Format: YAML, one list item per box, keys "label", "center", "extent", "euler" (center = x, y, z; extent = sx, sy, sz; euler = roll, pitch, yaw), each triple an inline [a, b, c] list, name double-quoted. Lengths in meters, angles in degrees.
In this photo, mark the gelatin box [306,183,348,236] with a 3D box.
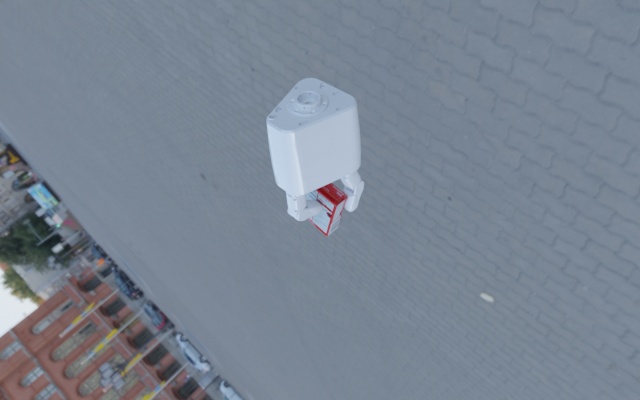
- label: "gelatin box"
  center: [0.000, 0.003, 0.732]
  extent: [0.030, 0.073, 0.089]
  euler: [-37, -22, -30]
